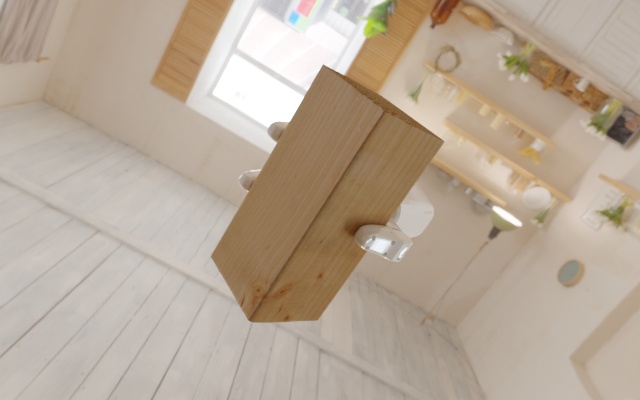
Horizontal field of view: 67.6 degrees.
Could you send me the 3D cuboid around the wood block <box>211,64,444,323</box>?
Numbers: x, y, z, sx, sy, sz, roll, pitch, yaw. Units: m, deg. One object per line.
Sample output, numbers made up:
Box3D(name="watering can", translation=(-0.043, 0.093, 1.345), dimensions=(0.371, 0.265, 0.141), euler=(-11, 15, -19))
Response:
Box3D(name="wood block", translation=(0.000, 0.002, 0.426), dimensions=(0.090, 0.206, 0.090), euler=(13, 25, -46))
